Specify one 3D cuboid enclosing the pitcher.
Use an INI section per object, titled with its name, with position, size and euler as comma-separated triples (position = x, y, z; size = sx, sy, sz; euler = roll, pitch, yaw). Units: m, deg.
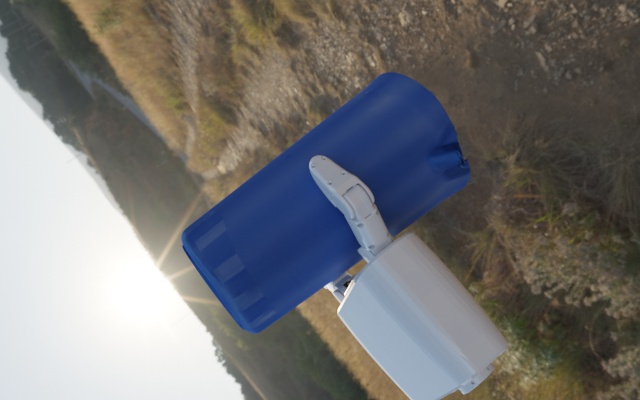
[pitcher]
position = 0.000, 0.002, 0.439
size = 0.243, 0.145, 0.149
euler = -36, -20, -13
